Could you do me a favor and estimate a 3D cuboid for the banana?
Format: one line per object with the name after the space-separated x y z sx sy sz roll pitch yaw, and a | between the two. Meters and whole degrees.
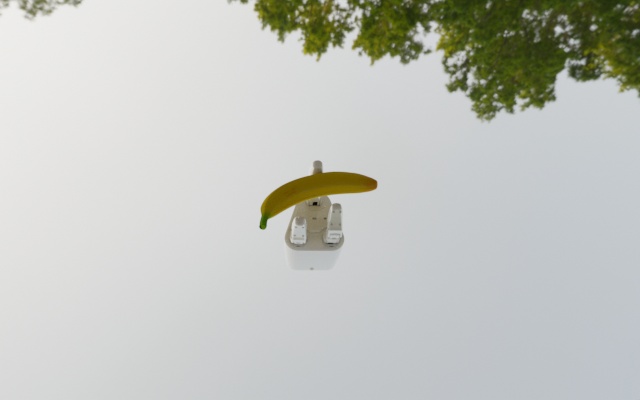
-0.011 -0.010 0.729 0.198 0.069 0.037 -21 -32 -17 | banana
